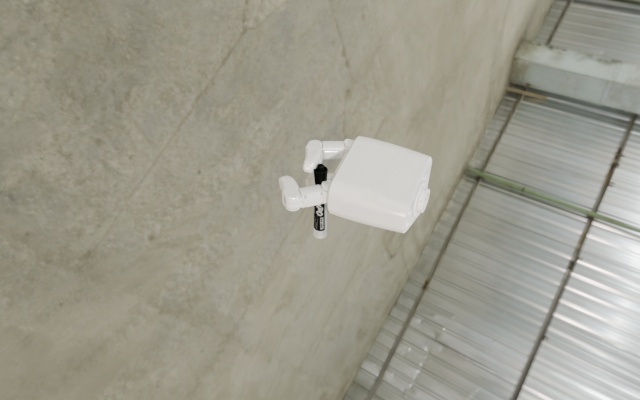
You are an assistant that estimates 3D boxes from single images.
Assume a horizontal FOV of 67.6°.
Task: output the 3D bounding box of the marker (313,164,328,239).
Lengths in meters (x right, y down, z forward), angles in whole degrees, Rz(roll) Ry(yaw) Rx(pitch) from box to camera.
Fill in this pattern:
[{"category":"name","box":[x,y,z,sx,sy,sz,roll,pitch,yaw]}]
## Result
[{"category":"marker","box":[0.000,0.002,0.653,0.020,0.121,0.020,0,38,0]}]
